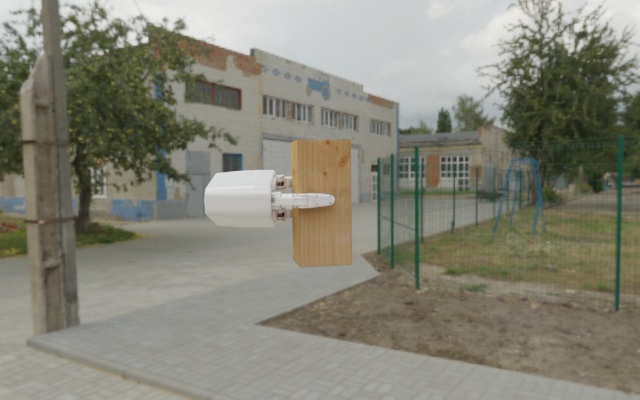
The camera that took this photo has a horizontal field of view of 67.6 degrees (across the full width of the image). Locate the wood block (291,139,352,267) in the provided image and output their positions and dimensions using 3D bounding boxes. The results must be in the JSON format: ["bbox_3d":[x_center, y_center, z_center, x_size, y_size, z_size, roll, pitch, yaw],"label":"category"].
[{"bbox_3d":[0.000,0.003,0.812,0.090,0.206,0.091,-2,3,-11],"label":"wood block"}]
